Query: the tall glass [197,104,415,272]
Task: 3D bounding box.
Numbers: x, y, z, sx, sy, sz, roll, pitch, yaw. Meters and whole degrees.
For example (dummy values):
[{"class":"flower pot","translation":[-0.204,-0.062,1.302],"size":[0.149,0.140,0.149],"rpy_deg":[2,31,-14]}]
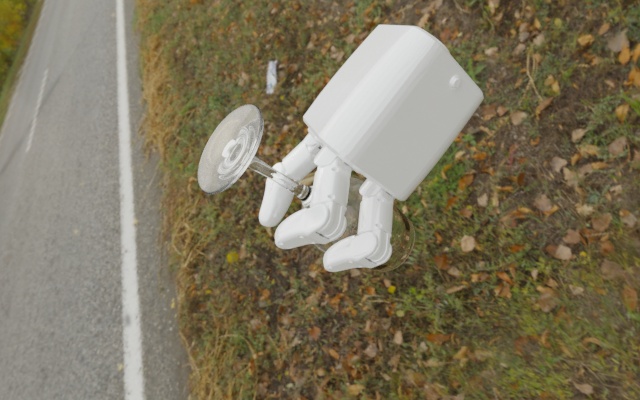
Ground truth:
[{"class":"tall glass","translation":[-0.001,0.001,0.410],"size":[0.201,0.079,0.079],"rpy_deg":[31,-20,-38]}]
